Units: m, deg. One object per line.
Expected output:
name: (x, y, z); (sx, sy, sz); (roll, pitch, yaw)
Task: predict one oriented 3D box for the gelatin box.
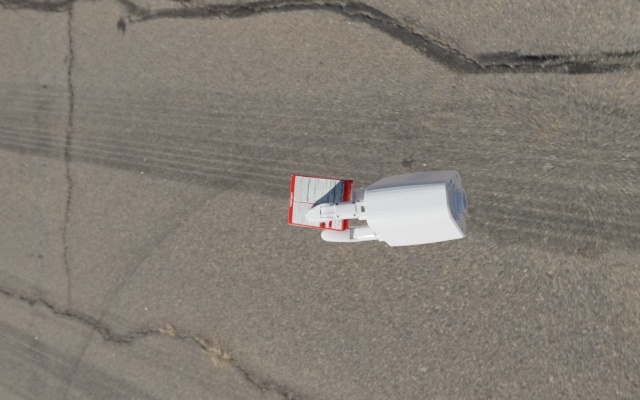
gelatin box: (0.000, 0.002, 0.685); (0.089, 0.073, 0.030); (7, 6, 22)
